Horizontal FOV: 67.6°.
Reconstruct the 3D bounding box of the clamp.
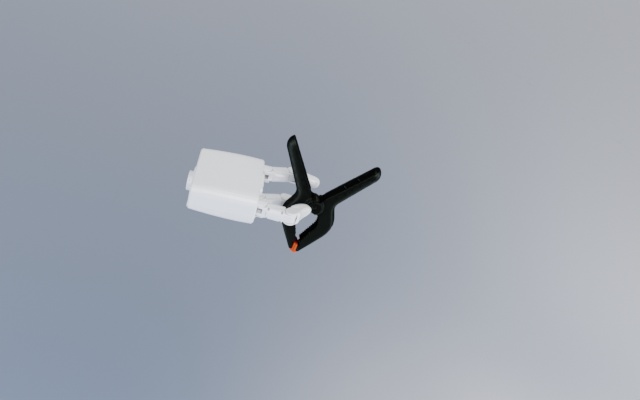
[{"bbox_3d":[0.000,0.003,0.816,0.164,0.210,0.036,14,28,-8],"label":"clamp"}]
